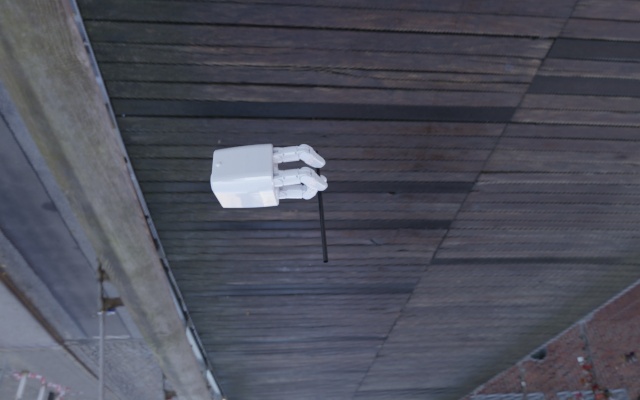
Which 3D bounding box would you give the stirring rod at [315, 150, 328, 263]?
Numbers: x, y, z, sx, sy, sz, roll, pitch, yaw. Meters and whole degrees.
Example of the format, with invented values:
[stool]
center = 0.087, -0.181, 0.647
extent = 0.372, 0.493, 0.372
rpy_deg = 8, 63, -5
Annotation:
[stirring rod]
center = 0.000, 0.003, 0.839
extent = 0.011, 0.239, 0.011
rpy_deg = -3, -37, -2
